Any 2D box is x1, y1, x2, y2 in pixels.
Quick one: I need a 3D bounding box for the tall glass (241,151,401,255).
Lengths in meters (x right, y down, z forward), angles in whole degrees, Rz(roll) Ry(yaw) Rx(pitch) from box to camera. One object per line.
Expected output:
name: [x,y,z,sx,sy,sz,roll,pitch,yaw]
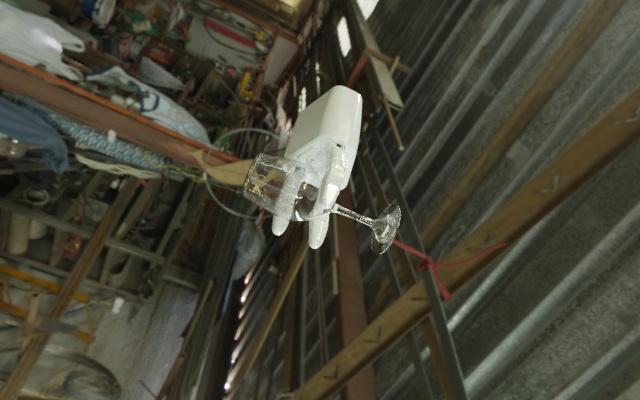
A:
tall glass: [0.001,0.002,0.626,0.201,0.079,0.079,22,-6,-15]
